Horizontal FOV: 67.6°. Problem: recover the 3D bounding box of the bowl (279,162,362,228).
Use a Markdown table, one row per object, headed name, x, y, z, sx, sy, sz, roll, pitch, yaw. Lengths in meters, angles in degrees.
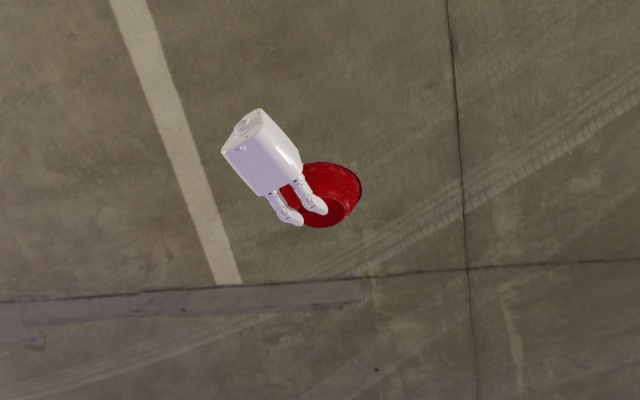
| name | x | y | z | sx | sy | sz | roll | pitch | yaw |
| --- | --- | --- | --- | --- | --- | --- | --- | --- | --- |
| bowl | 0.001 | 0.004 | 0.899 | 0.162 | 0.055 | 0.162 | -1 | -41 | -1 |
